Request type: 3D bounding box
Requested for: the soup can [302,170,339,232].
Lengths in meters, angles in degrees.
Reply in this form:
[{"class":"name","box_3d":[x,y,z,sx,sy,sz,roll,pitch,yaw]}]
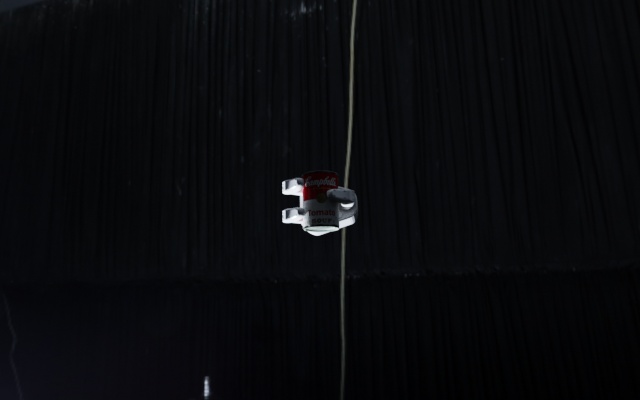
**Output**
[{"class":"soup can","box_3d":[0.000,0.003,0.873,0.068,0.102,0.068,-1,-12,0]}]
